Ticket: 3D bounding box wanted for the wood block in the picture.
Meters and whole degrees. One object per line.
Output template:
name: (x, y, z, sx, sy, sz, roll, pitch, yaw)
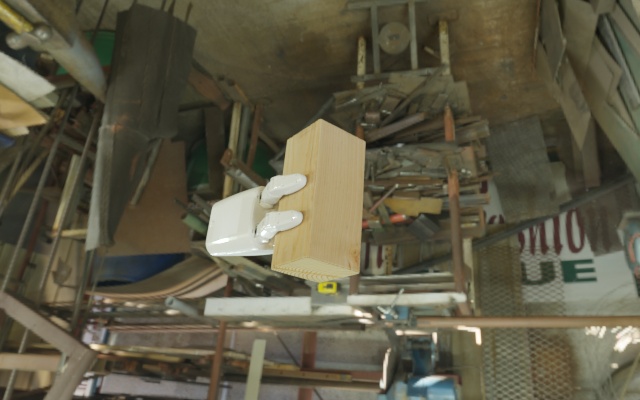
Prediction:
wood block: (0.000, 0.003, 0.688, 0.091, 0.206, 0.090, 22, -29, -33)
